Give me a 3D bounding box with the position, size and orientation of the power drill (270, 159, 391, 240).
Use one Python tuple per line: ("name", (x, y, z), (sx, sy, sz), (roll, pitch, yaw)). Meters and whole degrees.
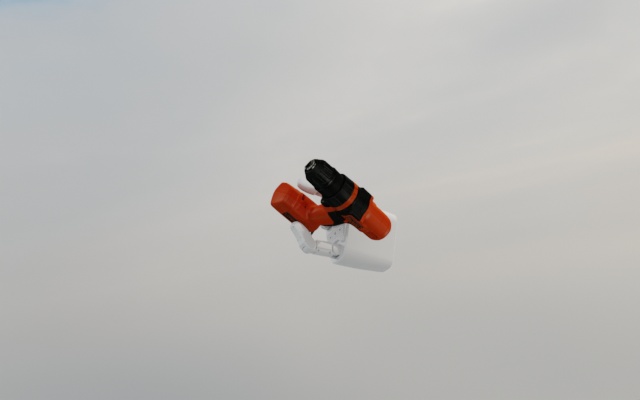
("power drill", (0.000, 0.003, 0.781), (0.184, 0.057, 0.187), (42, -25, -30))
